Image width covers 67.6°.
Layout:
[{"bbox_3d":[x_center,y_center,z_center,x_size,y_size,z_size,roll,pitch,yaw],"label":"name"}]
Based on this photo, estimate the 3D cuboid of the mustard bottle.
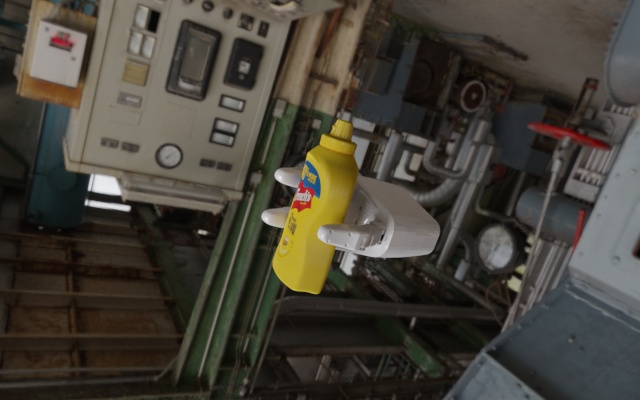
[{"bbox_3d":[0.000,0.002,0.546,0.058,0.192,0.096,14,13,-19],"label":"mustard bottle"}]
